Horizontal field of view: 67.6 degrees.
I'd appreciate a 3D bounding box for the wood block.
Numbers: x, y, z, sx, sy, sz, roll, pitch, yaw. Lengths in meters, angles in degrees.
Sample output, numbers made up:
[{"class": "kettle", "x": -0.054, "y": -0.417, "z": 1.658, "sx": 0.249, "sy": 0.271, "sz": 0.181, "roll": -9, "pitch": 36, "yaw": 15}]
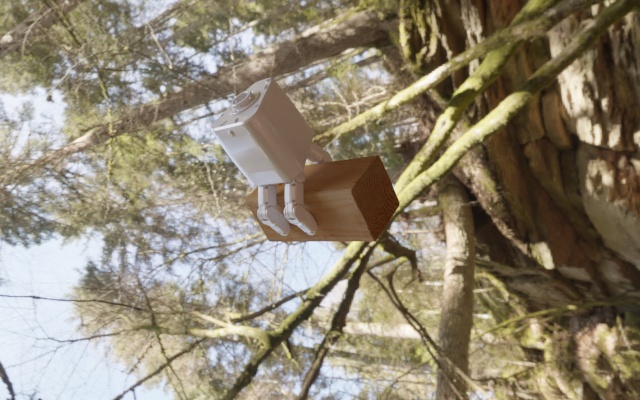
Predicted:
[{"class": "wood block", "x": 0.000, "y": 0.002, "z": 0.721, "sx": 0.206, "sy": 0.090, "sz": 0.090, "roll": -4, "pitch": 34, "yaw": 40}]
